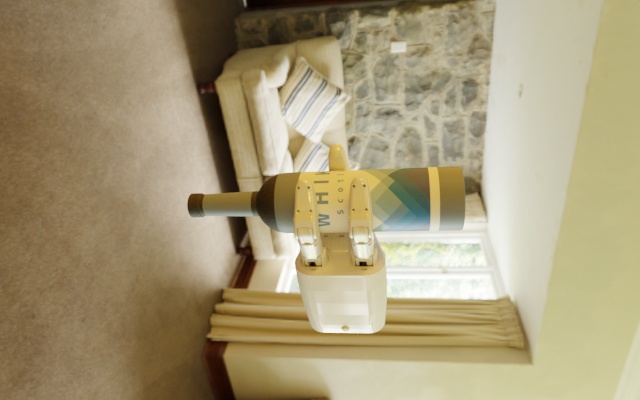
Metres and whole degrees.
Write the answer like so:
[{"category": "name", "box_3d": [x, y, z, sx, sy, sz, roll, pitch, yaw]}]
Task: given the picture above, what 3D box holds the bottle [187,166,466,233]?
[{"category": "bottle", "box_3d": [0.000, 0.002, 0.517, 0.296, 0.069, 0.069, -2, 0, 9]}]
